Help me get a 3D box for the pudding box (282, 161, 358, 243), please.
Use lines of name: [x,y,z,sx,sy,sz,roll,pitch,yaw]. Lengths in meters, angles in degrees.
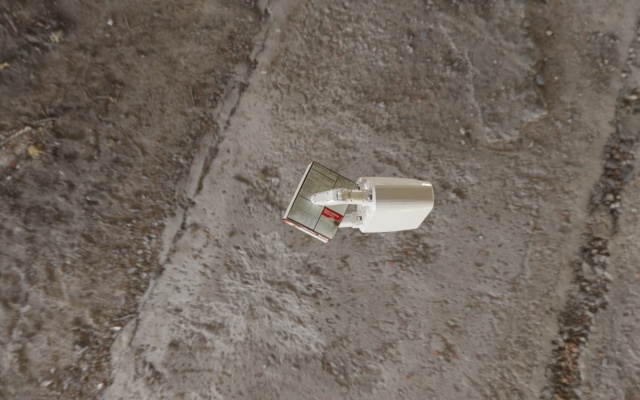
pudding box: [0.000,0.003,0.805,0.090,0.113,0.039,27,-15,-7]
